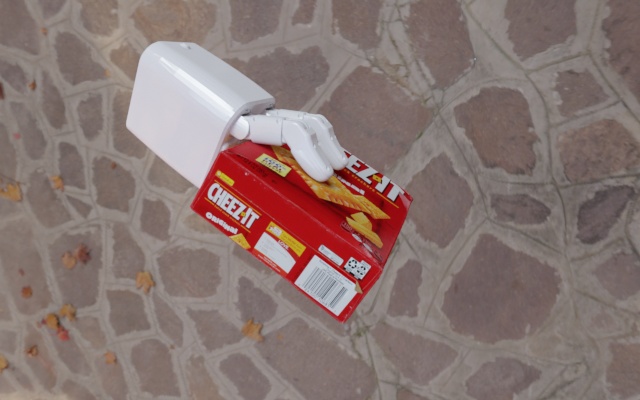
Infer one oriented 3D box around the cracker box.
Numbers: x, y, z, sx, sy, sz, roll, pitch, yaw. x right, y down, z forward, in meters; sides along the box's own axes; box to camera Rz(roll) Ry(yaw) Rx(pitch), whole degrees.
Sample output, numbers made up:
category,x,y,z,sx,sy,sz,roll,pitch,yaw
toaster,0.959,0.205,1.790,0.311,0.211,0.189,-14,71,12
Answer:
category,x,y,z,sx,sy,sz,roll,pitch,yaw
cracker box,0.000,0.002,0.479,0.164,0.072,0.213,36,23,5
